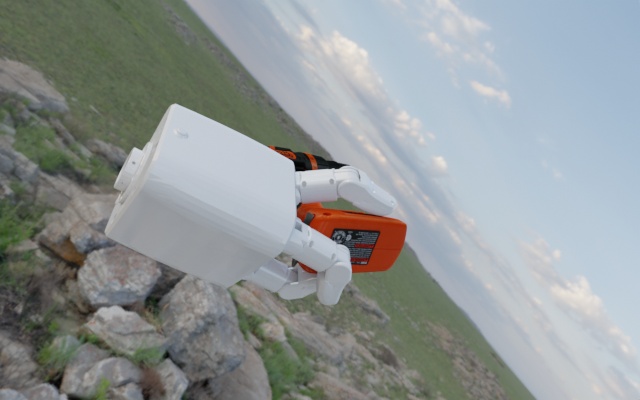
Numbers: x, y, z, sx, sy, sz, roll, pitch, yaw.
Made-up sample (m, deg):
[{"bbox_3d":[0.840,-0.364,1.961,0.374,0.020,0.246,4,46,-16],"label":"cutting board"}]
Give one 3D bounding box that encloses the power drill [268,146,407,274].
[{"bbox_3d":[0.000,0.002,0.484,0.184,0.057,0.187,3,23,-34],"label":"power drill"}]
